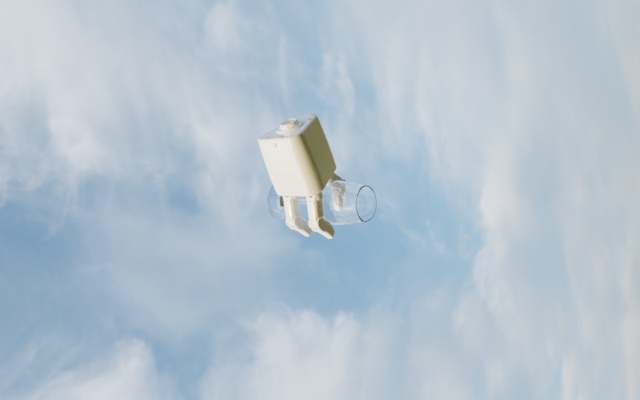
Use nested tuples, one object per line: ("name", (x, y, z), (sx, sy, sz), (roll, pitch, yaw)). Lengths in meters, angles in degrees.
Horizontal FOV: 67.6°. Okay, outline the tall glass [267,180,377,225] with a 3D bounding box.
("tall glass", (0.000, 0.003, 0.861), (0.201, 0.079, 0.079), (2, 1, 39))
